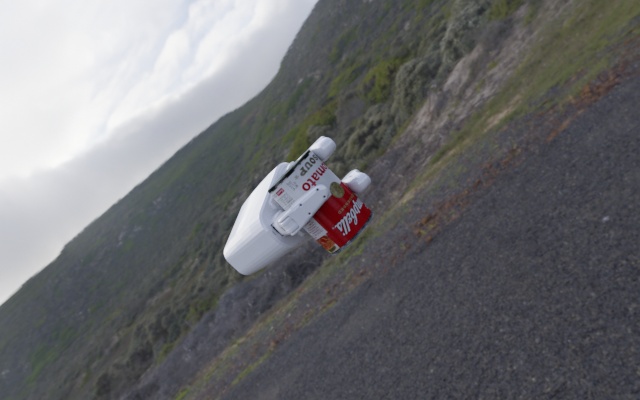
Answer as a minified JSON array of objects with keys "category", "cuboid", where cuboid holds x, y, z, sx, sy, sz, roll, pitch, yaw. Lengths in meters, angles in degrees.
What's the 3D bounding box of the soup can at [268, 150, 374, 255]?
[{"category":"soup can","cuboid":[0.000,0.001,0.532,0.102,0.068,0.068,45,-7,-7]}]
